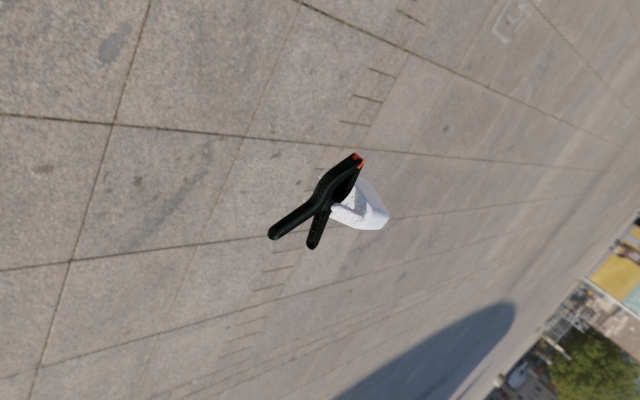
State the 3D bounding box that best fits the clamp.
[{"bbox_3d":[0.001,0.003,0.850,0.036,0.210,0.164,42,14,26],"label":"clamp"}]
